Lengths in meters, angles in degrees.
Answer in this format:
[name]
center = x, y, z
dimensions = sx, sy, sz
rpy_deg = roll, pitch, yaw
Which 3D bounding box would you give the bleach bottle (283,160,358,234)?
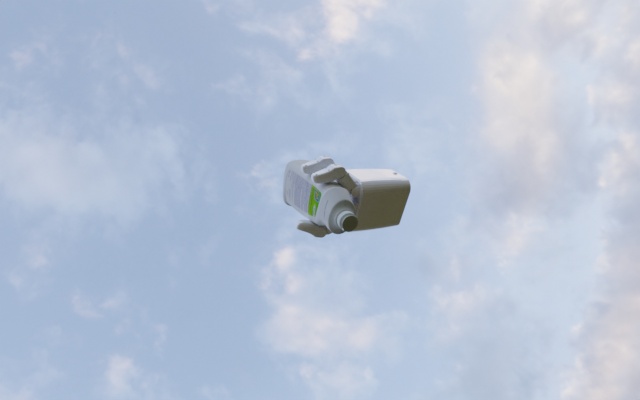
[bleach bottle]
center = 0.000, 0.003, 0.872
dimensions = 0.068, 0.103, 0.250
rpy_deg = -4, 21, -22
